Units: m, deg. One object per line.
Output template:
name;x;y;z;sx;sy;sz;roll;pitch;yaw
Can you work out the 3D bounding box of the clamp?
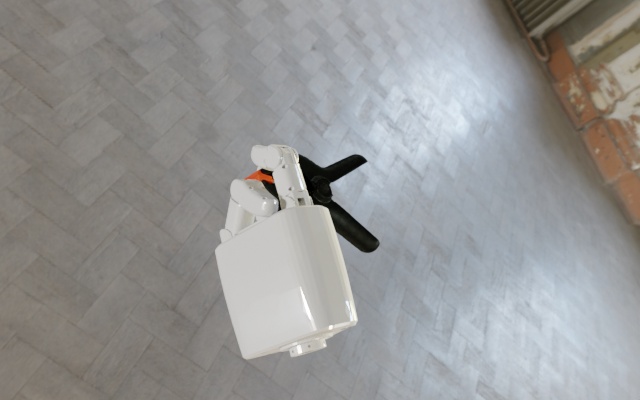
clamp;0.000;0.001;0.516;0.171;0.120;0.039;-1;-24;-39
